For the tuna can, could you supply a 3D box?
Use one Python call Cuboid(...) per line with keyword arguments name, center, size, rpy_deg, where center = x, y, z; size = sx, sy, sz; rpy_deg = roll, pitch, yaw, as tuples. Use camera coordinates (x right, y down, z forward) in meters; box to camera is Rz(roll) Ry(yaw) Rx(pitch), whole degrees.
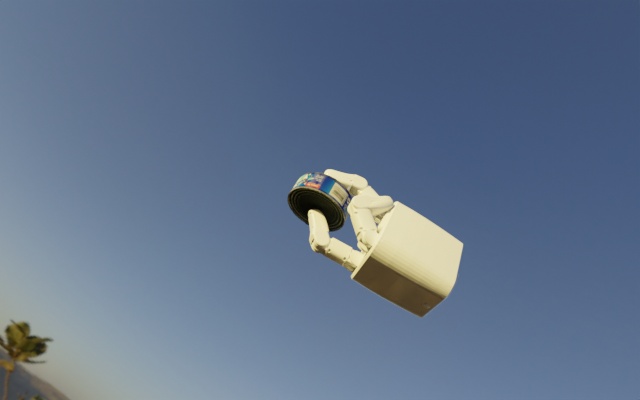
Cuboid(name="tuna can", center=(0.000, 0.002, 0.654), size=(0.086, 0.033, 0.086), rpy_deg=(20, -36, 15))
